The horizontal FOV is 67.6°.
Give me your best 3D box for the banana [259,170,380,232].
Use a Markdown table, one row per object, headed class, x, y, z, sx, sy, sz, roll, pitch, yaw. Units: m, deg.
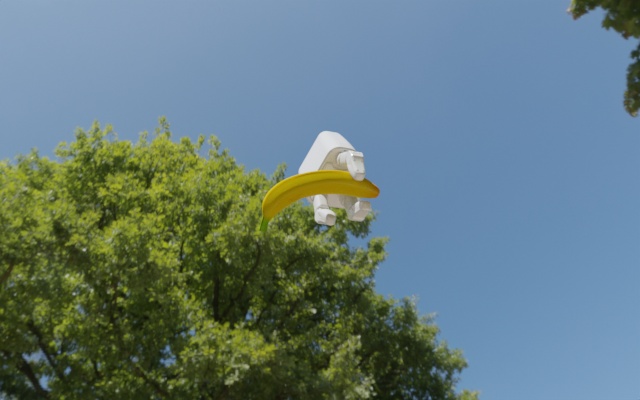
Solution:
| class | x | y | z | sx | sy | sz | roll | pitch | yaw |
| --- | --- | --- | --- | --- | --- | --- | --- | --- | --- |
| banana | -0.007 | -0.013 | 0.732 | 0.198 | 0.070 | 0.037 | -16 | 26 | -7 |
